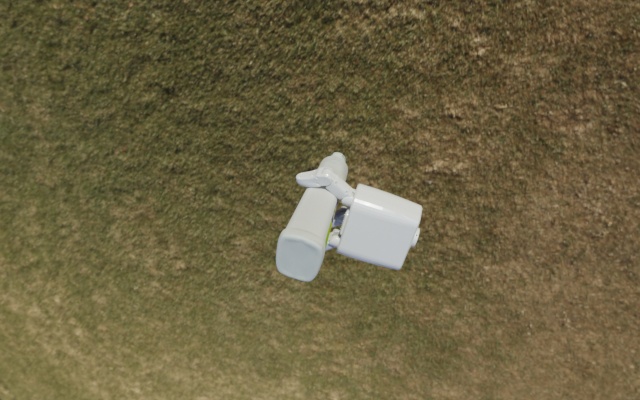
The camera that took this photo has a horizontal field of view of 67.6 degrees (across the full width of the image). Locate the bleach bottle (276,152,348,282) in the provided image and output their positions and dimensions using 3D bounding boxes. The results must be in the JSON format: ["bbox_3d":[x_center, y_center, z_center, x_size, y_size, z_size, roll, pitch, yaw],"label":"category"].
[{"bbox_3d":[0.000,0.003,0.763,0.068,0.103,0.250,18,46,4],"label":"bleach bottle"}]
